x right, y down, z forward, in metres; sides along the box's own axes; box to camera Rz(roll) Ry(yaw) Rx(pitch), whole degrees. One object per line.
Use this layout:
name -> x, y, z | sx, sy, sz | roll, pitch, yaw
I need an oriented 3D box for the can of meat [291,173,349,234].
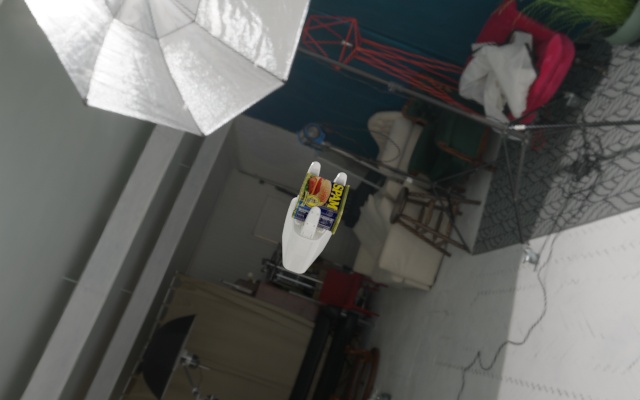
can of meat -> 0.000, 0.003, 0.883 | 0.084, 0.057, 0.102 | 19, 43, -1
